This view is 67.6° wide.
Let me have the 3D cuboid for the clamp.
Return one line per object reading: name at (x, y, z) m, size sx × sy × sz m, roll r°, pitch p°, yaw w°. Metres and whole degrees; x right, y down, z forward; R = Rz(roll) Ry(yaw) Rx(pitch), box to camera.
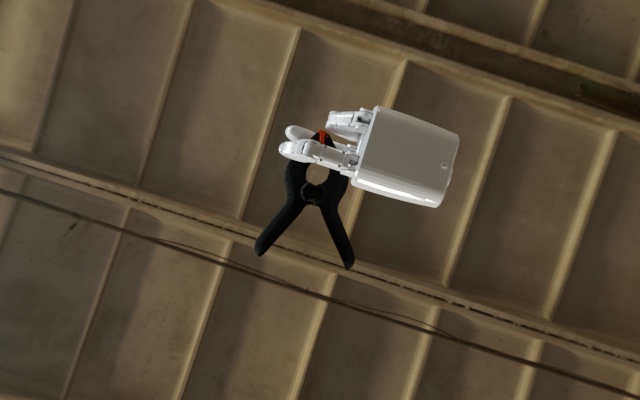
clamp at (0.000, 0.002, 0.583) m, size 0.120 × 0.171 × 0.039 m, roll 18°, pitch -8°, yaw -1°
